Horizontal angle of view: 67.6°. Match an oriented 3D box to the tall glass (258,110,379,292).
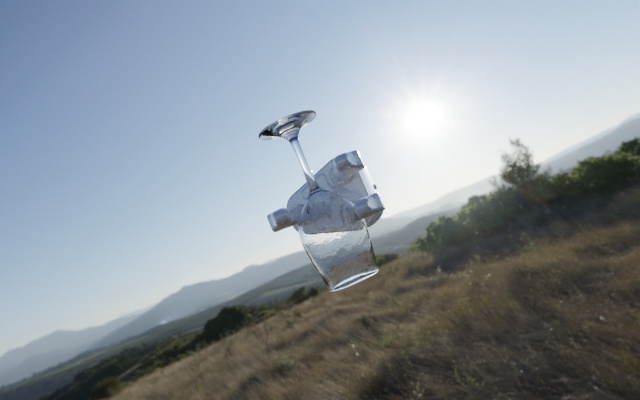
[{"bbox_3d":[0.000,0.001,0.557,0.079,0.201,0.079,-23,-5,-2],"label":"tall glass"}]
